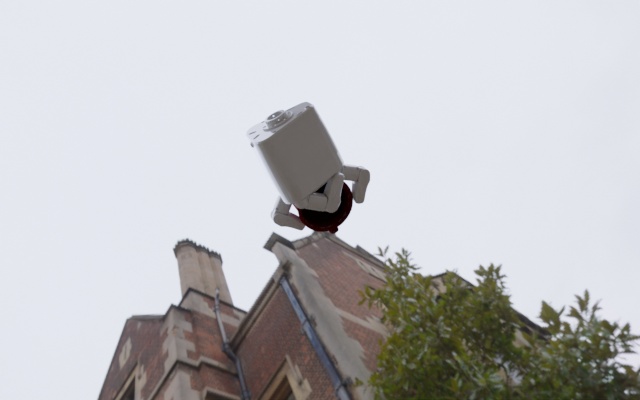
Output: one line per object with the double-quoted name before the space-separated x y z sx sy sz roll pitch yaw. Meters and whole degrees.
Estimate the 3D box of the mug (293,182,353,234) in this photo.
"mug" 0.001 0.004 0.790 0.093 0.117 0.081 -30 28 -7
